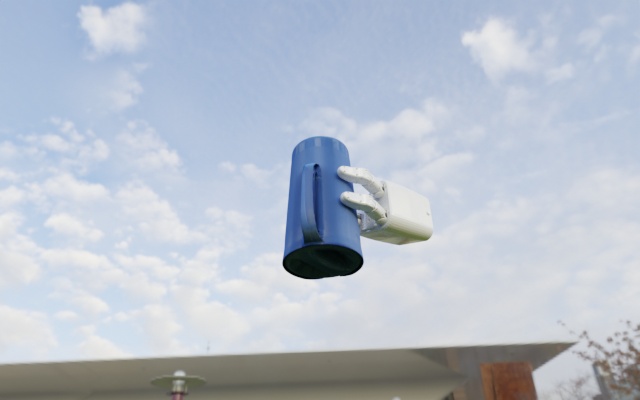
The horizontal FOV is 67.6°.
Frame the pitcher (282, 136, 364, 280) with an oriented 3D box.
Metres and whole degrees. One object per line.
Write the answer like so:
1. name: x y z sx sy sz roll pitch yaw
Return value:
1. pitcher: 0.000 0.003 0.830 0.145 0.242 0.149 17 -37 -26
